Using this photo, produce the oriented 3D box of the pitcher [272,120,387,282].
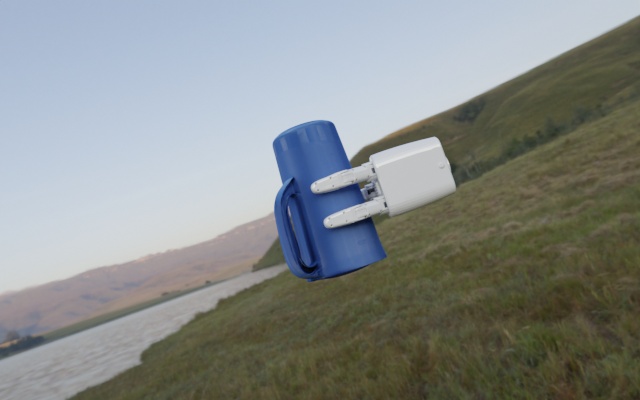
[{"bbox_3d":[0.000,0.002,0.759,0.145,0.243,0.149,-19,-5,2],"label":"pitcher"}]
